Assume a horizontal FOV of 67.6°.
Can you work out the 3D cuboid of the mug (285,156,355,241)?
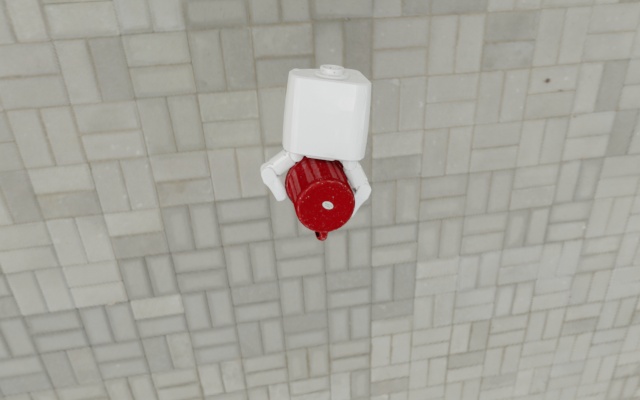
[{"bbox_3d":[0.000,0.004,0.667,0.093,0.117,0.081,-1,26,-10],"label":"mug"}]
